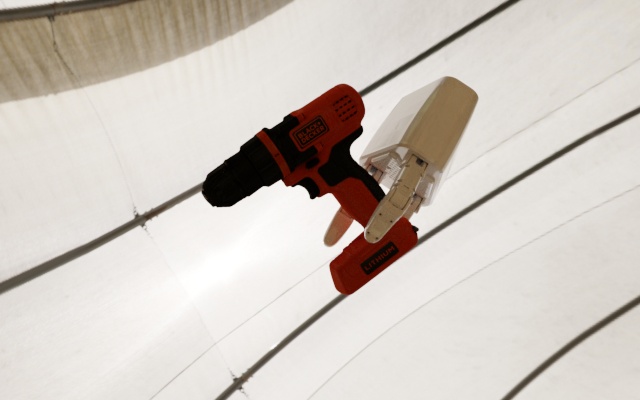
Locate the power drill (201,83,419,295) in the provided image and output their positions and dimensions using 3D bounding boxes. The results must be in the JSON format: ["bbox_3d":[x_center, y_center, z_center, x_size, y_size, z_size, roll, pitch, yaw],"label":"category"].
[{"bbox_3d":[0.001,0.002,0.488,0.184,0.188,0.057,-35,15,-7],"label":"power drill"}]
